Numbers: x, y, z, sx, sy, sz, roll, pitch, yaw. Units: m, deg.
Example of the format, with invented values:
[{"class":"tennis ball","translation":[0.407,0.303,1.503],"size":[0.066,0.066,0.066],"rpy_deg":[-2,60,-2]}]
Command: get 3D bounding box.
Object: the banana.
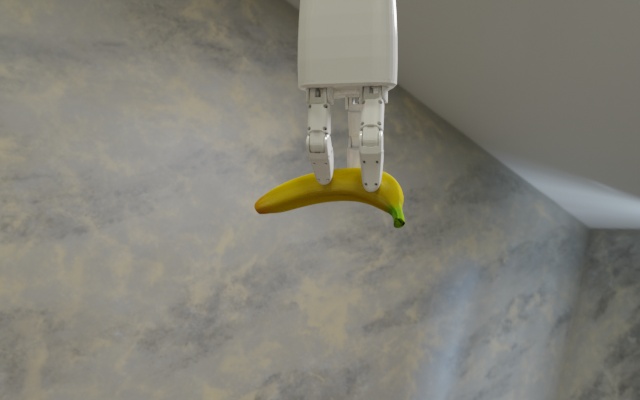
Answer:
[{"class":"banana","translation":[0.013,-0.008,0.524],"size":[0.198,0.037,0.069],"rpy_deg":[2,35,38]}]
